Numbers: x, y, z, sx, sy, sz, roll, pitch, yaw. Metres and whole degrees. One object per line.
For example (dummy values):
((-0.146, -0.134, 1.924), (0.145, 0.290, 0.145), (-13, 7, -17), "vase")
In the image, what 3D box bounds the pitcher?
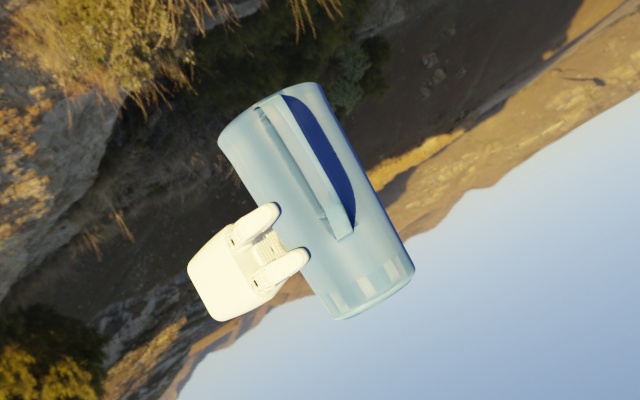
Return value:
((0.000, 0.002, 0.521), (0.145, 0.243, 0.149), (-35, -7, 38), "pitcher")
